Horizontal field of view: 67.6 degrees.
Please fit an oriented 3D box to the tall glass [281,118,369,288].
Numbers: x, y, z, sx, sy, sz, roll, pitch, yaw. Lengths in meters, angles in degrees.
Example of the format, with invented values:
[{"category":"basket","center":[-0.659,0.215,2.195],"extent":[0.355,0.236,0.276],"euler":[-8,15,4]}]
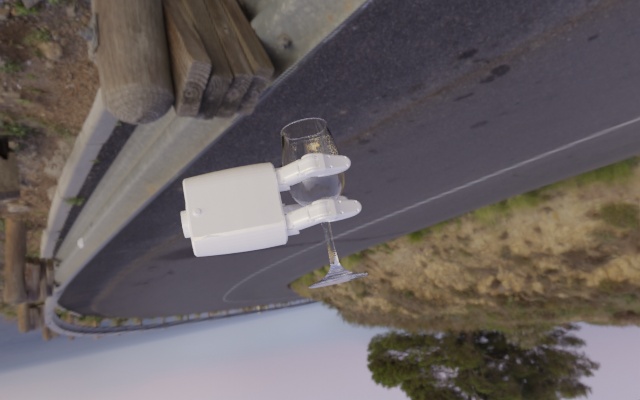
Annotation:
[{"category":"tall glass","center":[0.000,0.003,0.592],"extent":[0.079,0.201,0.079],"euler":[-12,-13,-3]}]
